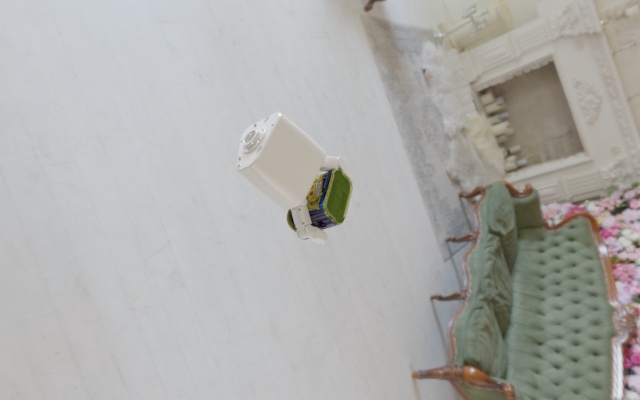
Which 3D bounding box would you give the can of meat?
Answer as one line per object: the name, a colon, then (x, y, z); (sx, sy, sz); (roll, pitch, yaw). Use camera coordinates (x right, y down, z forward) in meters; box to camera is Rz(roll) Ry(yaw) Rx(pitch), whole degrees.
can of meat: (0.000, 0.003, 0.797); (0.084, 0.102, 0.057); (-19, -48, 38)
